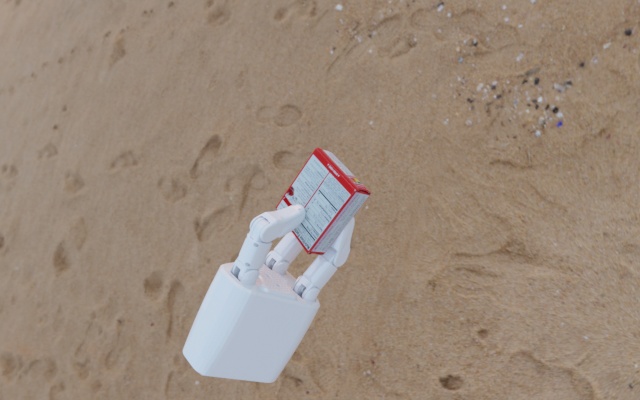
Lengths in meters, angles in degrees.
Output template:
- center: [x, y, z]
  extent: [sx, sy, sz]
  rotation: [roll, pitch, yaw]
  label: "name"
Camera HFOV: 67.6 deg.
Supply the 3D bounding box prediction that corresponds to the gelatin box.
- center: [0.000, 0.001, 0.504]
  extent: [0.030, 0.089, 0.073]
  rotation: [10, 32, -49]
  label: "gelatin box"
